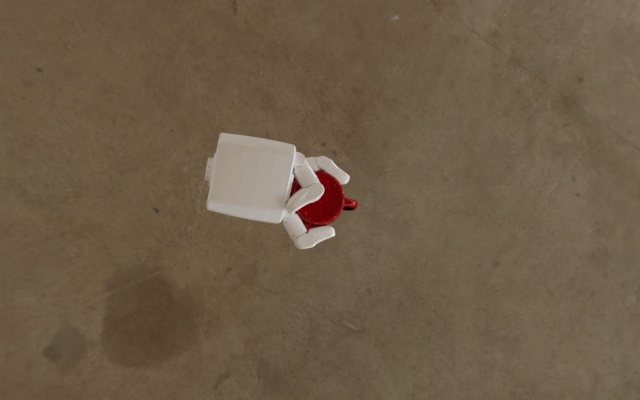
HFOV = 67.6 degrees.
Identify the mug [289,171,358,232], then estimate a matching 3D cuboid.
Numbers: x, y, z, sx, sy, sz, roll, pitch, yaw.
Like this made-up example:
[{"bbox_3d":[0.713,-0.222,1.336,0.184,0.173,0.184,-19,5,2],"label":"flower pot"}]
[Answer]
[{"bbox_3d":[0.002,0.003,0.730,0.117,0.093,0.081,9,-8,-12],"label":"mug"}]
